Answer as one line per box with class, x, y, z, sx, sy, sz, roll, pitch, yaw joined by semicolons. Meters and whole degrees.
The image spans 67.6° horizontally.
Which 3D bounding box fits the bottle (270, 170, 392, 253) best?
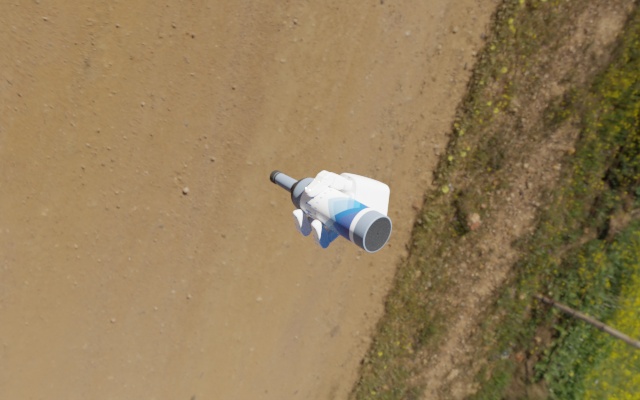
bottle;0.000;0.003;0.878;0.069;0.069;0.295;0;21;-43
